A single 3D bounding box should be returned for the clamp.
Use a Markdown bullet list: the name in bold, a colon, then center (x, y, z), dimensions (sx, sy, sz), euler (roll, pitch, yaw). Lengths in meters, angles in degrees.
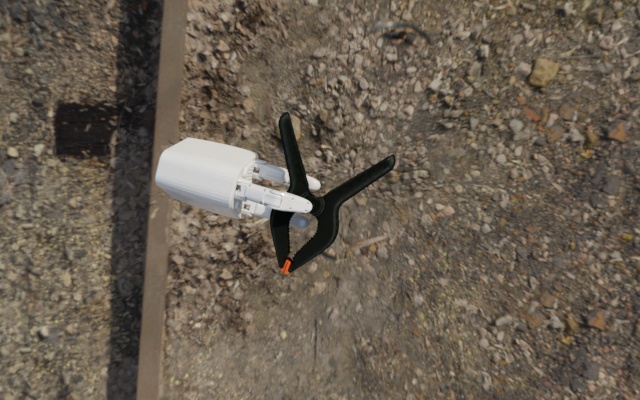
- **clamp**: center (0.000, 0.003, 0.641), dimensions (0.164, 0.210, 0.036), euler (15, 4, 3)
